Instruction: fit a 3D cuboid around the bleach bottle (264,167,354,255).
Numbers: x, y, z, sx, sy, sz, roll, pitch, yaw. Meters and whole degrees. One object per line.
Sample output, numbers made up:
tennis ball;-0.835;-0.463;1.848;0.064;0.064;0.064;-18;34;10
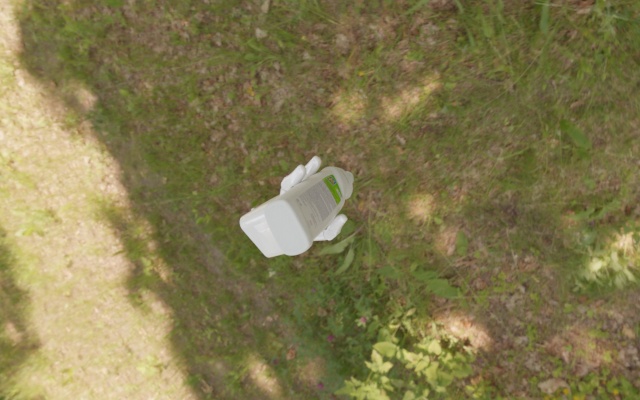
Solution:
bleach bottle;0.000;0.003;0.890;0.068;0.102;0.250;-22;8;35
